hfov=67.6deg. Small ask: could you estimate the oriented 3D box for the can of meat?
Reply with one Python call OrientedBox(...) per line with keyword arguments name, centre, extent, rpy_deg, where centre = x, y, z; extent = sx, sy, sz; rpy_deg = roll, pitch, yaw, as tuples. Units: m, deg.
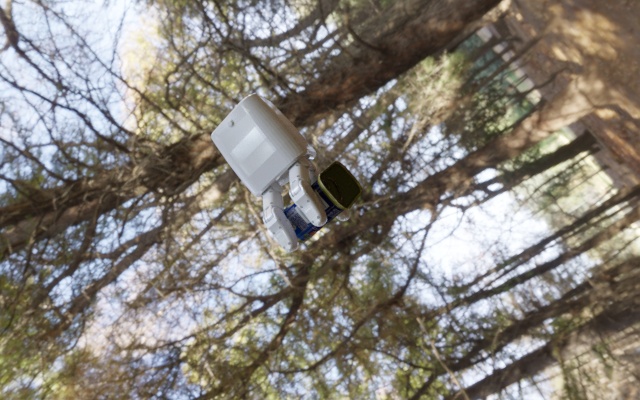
OrientedBox(name="can of meat", centre=(0.000, 0.002, 0.639), extent=(0.084, 0.057, 0.102), rpy_deg=(-40, 2, 25))
